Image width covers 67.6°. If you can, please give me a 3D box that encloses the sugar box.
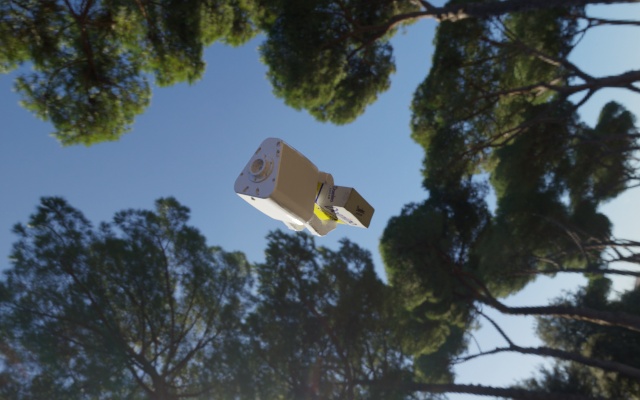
[{"bbox_3d":[0.000,0.003,0.867,0.176,0.048,0.093,12,-18,38],"label":"sugar box"}]
